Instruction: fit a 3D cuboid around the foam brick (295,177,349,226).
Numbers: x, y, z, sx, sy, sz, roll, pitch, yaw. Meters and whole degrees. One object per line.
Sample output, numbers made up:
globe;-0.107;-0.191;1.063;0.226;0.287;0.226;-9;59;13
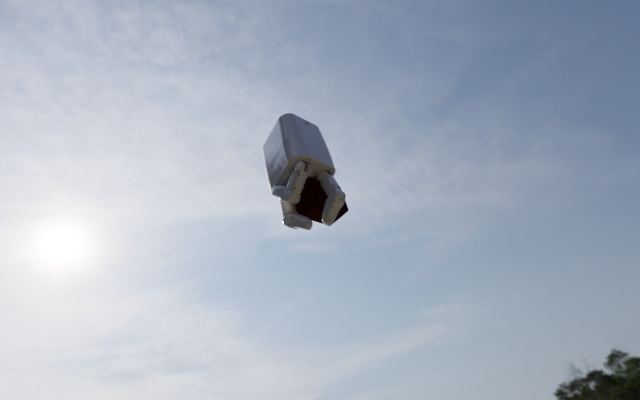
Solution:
foam brick;0.000;0.003;0.821;0.078;0.051;0.053;20;-49;-43
